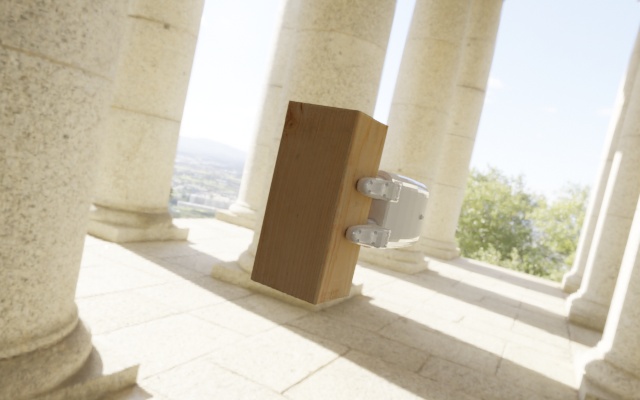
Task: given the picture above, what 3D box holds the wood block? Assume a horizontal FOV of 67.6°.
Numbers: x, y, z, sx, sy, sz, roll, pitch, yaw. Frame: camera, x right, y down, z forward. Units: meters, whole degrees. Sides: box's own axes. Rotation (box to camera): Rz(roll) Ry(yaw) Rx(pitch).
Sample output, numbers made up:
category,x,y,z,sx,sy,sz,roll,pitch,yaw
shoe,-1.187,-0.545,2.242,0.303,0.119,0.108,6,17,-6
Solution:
category,x,y,z,sx,sy,sz,roll,pitch,yaw
wood block,0.000,0.002,0.548,0.091,0.206,0.090,15,4,29
